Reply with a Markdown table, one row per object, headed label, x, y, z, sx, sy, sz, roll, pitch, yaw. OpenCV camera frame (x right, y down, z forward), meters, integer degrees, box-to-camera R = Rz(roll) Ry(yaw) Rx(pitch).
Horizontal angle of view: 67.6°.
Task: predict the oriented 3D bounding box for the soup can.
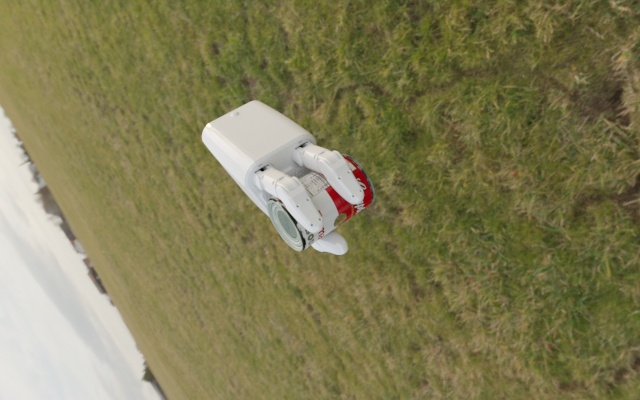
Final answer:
| label | x | y | z | sx | sy | sz | roll | pitch | yaw |
| --- | --- | --- | --- | --- | --- | --- | --- | --- | --- |
| soup can | 0.000 | 0.002 | 0.530 | 0.102 | 0.068 | 0.068 | -33 | 14 | -23 |
